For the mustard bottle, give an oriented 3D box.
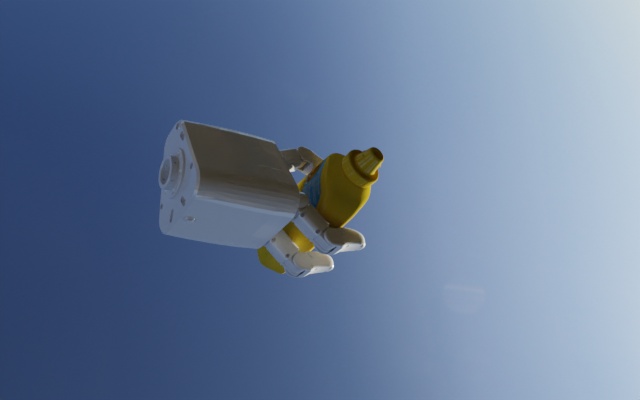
[{"bbox_3d":[0.000,0.002,0.535,0.058,0.096,0.192,31,-48,-20],"label":"mustard bottle"}]
